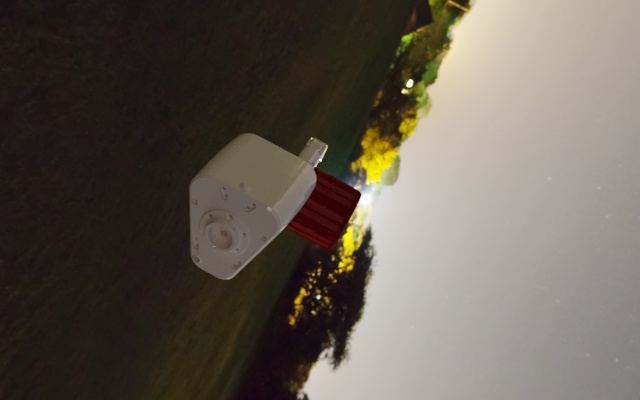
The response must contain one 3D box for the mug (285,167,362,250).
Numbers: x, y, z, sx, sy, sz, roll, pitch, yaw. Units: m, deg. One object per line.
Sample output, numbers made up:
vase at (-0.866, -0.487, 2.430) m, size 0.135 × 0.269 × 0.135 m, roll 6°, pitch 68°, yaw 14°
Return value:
mug at (0.001, 0.001, 0.589) m, size 0.081 × 0.093 × 0.117 m, roll 28°, pitch 32°, yaw 2°
